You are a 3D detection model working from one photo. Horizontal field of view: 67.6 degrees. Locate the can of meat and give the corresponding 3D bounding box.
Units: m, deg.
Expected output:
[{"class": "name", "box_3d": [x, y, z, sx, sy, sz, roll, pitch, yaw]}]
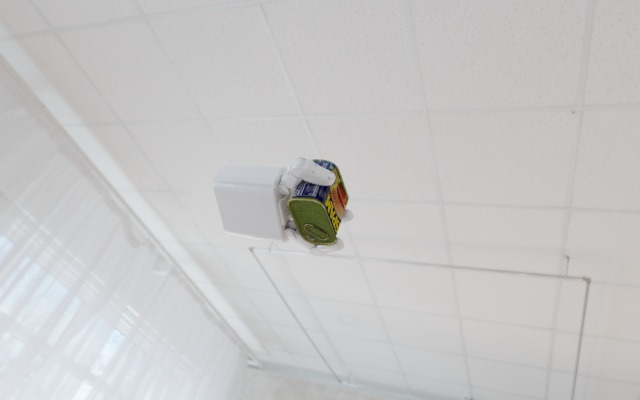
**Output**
[{"class": "can of meat", "box_3d": [0.000, 0.002, 0.701, 0.057, 0.084, 0.102, 3, -41, 23]}]
